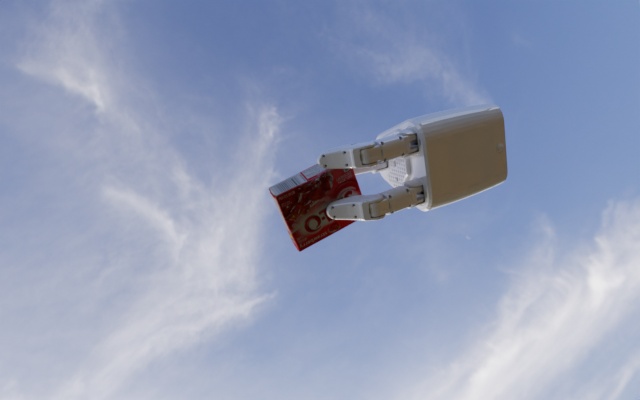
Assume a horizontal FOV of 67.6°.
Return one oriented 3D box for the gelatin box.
[{"bbox_3d":[0.000,0.002,0.508,0.089,0.073,0.030,-27,30,-10],"label":"gelatin box"}]
